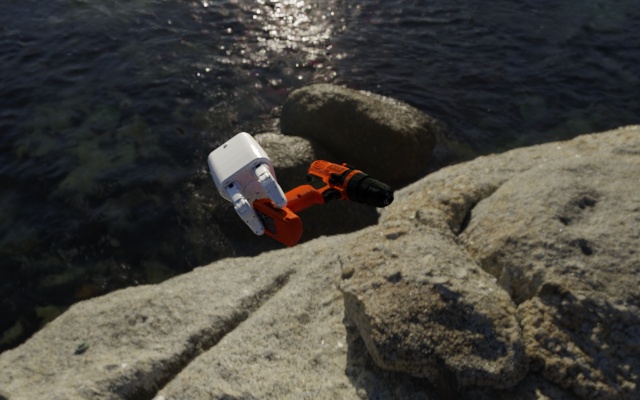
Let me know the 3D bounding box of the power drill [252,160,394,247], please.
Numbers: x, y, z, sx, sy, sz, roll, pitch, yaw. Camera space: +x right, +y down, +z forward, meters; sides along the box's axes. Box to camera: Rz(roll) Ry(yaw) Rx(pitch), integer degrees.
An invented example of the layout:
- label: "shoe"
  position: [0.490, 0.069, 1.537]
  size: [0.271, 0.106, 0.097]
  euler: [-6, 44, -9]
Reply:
- label: "power drill"
  position: [0.000, 0.003, 0.777]
  size: [0.187, 0.057, 0.184]
  euler: [-30, 33, -32]
